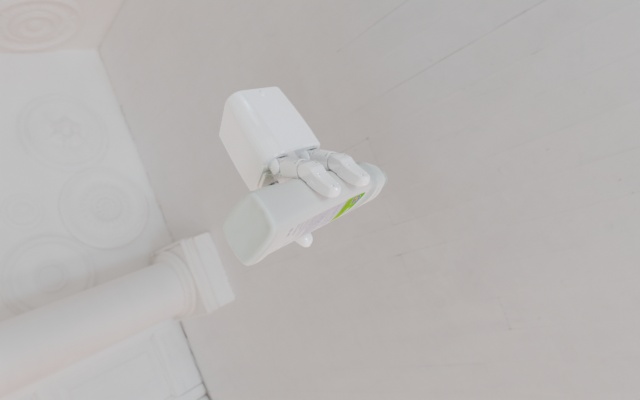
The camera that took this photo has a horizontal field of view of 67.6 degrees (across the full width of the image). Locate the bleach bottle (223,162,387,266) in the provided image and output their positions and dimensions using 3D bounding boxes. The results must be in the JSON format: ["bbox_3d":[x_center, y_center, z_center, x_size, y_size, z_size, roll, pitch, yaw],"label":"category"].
[{"bbox_3d":[0.000,0.002,0.632,0.251,0.068,0.103,-20,-18,-44],"label":"bleach bottle"}]
